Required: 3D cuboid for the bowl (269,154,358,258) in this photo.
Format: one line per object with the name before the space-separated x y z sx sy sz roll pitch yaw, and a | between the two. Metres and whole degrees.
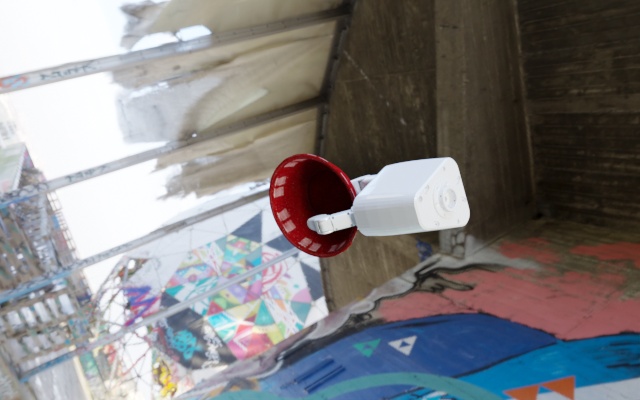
bowl | -0.001 0.002 0.724 0.162 0.162 0.055 0 18 36
